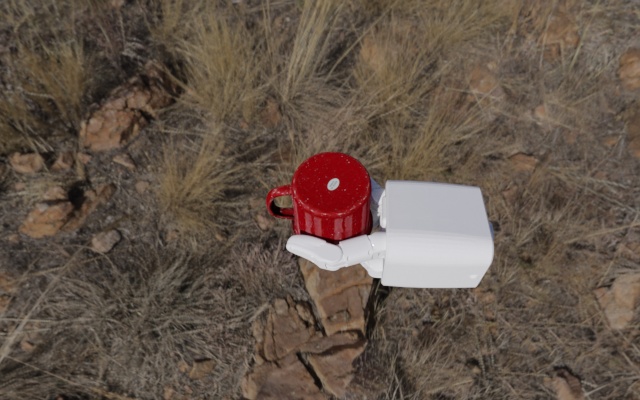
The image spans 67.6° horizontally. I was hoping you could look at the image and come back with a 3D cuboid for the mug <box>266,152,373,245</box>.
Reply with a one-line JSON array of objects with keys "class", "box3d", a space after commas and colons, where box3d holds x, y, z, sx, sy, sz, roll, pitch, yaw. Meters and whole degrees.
[{"class": "mug", "box3d": [-0.001, 0.001, 0.510, 0.117, 0.093, 0.082, 3, -32, 4]}]
